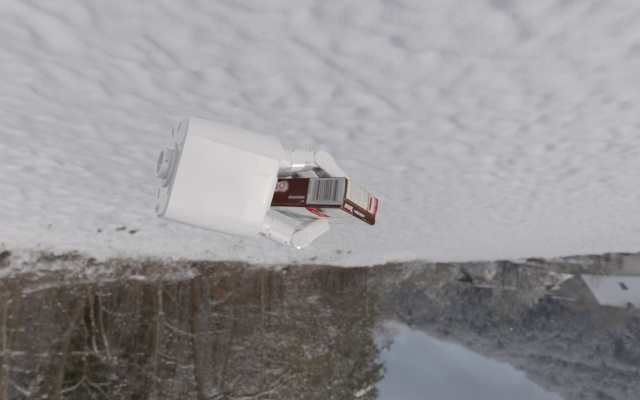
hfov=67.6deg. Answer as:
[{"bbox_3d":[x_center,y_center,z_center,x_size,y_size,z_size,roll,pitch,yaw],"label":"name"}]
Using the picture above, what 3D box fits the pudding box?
[{"bbox_3d":[0.000,0.002,0.577,0.113,0.039,0.090,3,-13,32],"label":"pudding box"}]
